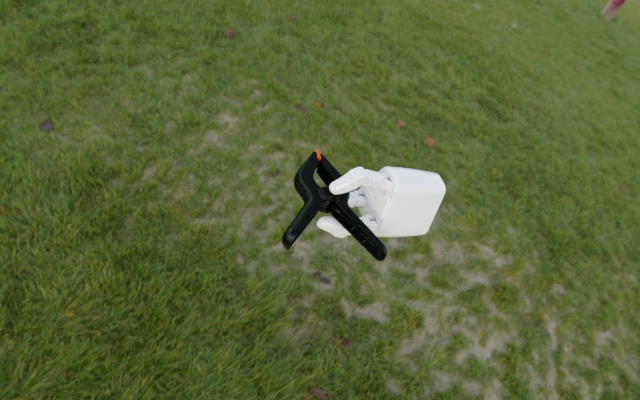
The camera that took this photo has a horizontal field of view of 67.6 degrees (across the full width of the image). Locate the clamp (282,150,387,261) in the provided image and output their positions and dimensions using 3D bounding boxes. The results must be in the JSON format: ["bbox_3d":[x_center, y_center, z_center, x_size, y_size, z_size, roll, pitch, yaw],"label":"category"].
[{"bbox_3d":[0.001,0.001,0.730,0.164,0.209,0.036,5,-43,-30],"label":"clamp"}]
